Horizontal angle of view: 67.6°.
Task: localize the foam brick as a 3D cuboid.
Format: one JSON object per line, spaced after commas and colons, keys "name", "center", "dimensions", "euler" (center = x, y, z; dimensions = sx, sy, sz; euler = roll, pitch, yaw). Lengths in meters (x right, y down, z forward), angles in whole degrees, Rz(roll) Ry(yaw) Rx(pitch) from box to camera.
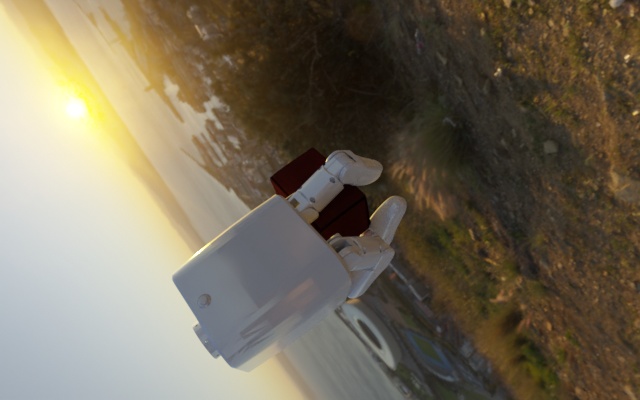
{"name": "foam brick", "center": [0.000, 0.001, 0.430], "dimensions": [0.051, 0.078, 0.053], "euler": [-37, -33, -13]}
